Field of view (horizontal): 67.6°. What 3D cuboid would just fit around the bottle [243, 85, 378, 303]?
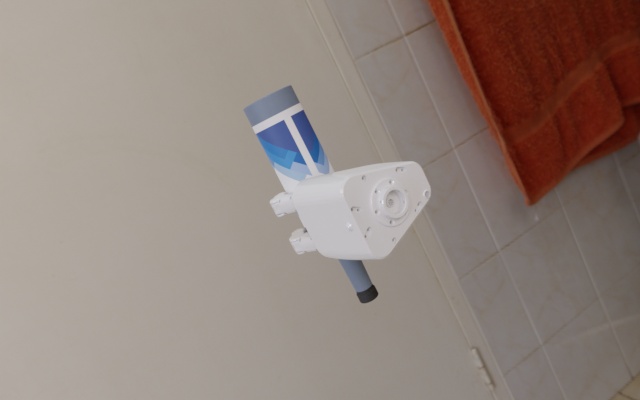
[{"bbox_3d":[0.000,0.002,0.613,0.069,0.296,0.069,-26,11,5],"label":"bottle"}]
